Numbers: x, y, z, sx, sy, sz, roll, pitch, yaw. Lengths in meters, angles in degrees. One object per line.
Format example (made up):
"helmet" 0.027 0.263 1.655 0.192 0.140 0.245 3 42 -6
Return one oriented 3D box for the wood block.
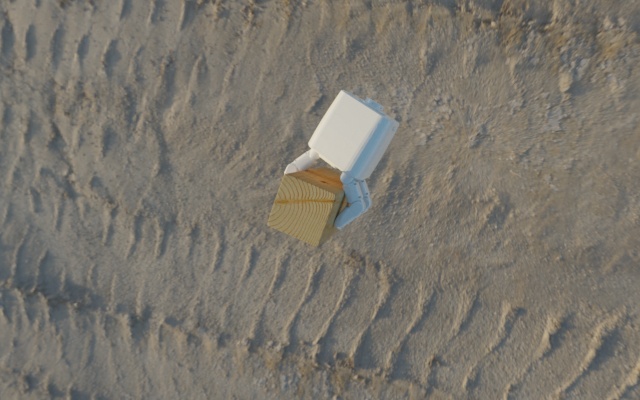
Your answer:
"wood block" 0.000 0.002 0.821 0.091 0.090 0.206 23 13 13
